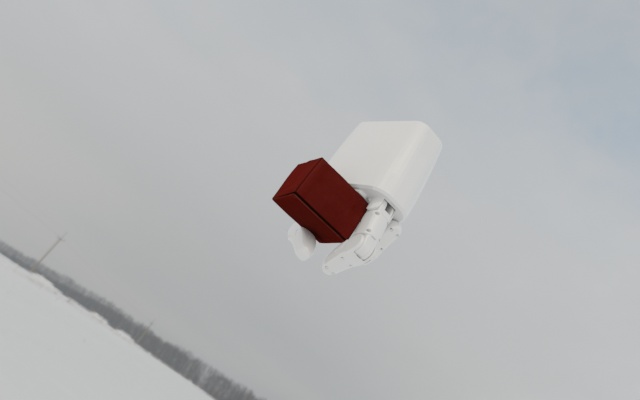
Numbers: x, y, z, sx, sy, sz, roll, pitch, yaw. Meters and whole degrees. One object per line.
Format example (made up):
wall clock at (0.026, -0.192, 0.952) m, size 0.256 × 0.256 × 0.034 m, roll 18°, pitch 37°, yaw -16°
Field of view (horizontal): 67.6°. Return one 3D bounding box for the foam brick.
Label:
foam brick at (0.000, 0.001, 0.496) m, size 0.078 × 0.051 × 0.053 m, roll 44°, pitch -25°, yaw -21°
